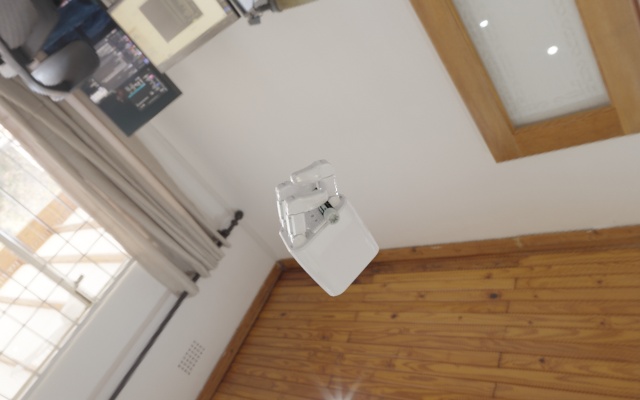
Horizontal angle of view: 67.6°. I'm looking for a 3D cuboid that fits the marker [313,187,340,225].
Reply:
[{"bbox_3d":[0.000,0.002,0.676,0.020,0.020,0.121,0,21,-18],"label":"marker"}]
